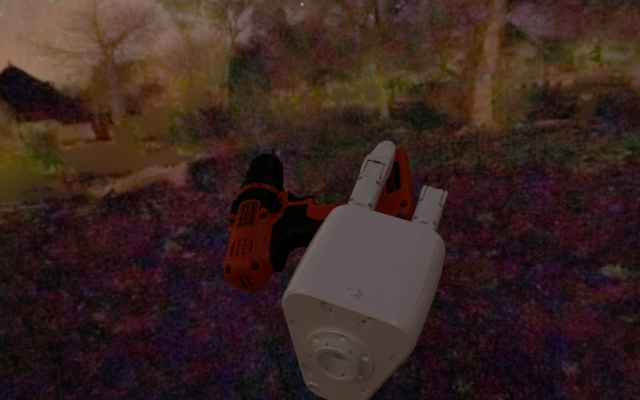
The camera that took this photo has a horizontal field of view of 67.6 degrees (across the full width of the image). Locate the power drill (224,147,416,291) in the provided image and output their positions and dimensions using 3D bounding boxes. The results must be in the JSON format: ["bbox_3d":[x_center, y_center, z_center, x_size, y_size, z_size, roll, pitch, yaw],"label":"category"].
[{"bbox_3d":[0.000,0.002,0.486,0.187,0.184,0.057,-12,-48,13],"label":"power drill"}]
